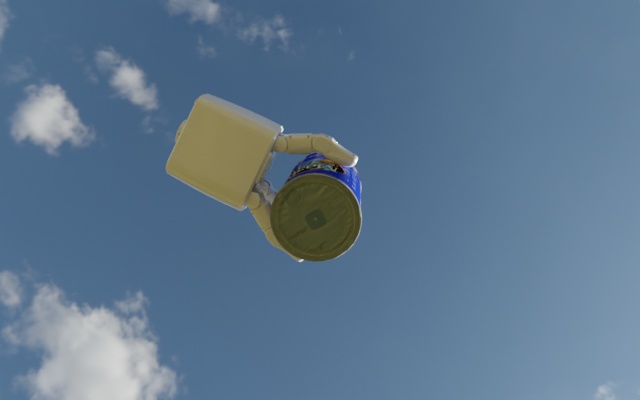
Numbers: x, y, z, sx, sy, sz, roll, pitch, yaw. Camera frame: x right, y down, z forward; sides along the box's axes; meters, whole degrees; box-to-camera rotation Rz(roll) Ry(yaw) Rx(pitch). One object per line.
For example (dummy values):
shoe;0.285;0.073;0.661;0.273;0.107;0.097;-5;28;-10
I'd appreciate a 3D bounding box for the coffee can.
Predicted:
coffee can;0.000;0.002;0.596;0.103;0.103;0.140;0;16;5
